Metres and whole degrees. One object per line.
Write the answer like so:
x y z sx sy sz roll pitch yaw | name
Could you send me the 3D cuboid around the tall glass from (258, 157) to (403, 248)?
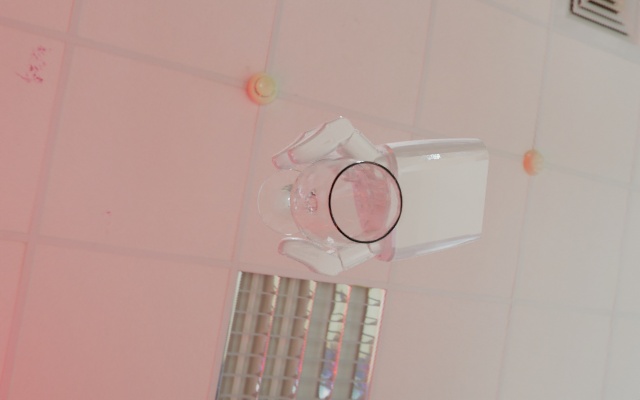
0.000 0.002 0.447 0.079 0.079 0.201 0 0 -20 | tall glass
